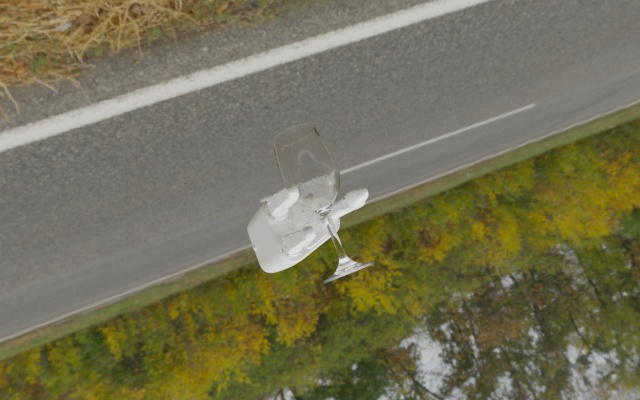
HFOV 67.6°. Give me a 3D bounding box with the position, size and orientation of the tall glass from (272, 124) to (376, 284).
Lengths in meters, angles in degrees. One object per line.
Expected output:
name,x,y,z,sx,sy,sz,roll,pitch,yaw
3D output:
tall glass,0.000,0.003,0.628,0.079,0.201,0.079,-21,-9,-4
